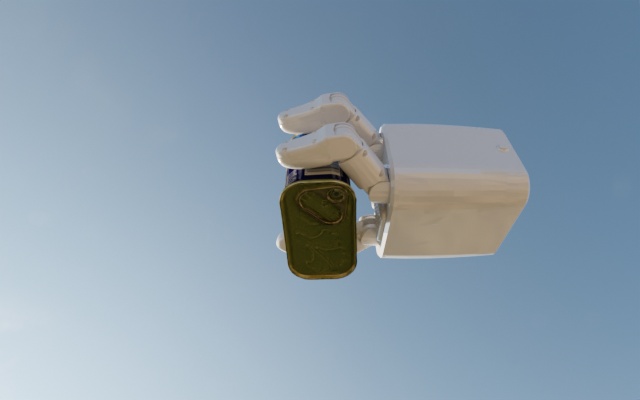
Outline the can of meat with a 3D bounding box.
[{"bbox_3d":[0.000,0.001,0.403,0.057,0.102,0.084,-2,38,2],"label":"can of meat"}]
